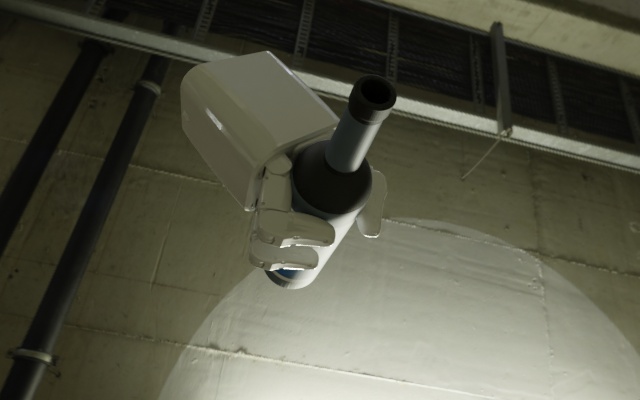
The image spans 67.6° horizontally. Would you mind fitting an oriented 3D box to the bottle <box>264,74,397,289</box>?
[{"bbox_3d":[0.000,0.002,0.413,0.069,0.069,0.296,0,-27,-15],"label":"bottle"}]
